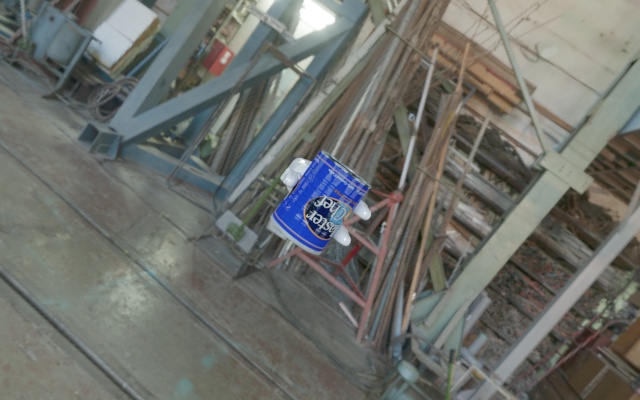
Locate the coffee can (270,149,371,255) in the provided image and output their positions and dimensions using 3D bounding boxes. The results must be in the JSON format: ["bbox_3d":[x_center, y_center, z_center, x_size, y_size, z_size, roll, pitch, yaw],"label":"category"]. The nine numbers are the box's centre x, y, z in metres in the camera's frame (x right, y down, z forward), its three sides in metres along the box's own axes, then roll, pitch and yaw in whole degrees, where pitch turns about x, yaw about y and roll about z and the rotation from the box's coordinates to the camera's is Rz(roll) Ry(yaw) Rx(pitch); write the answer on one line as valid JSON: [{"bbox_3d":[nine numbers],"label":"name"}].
[{"bbox_3d":[0.000,0.003,0.778,0.103,0.140,0.103,37,8,-6],"label":"coffee can"}]
